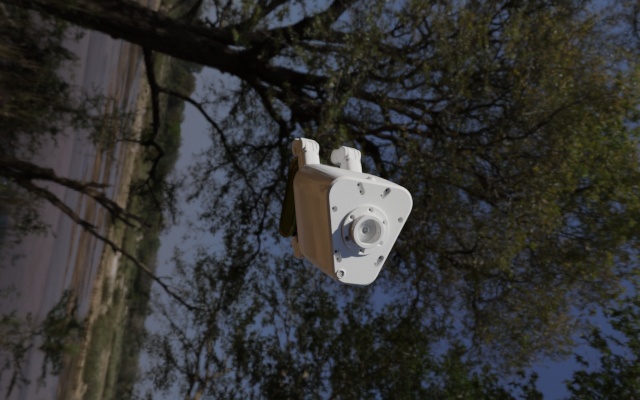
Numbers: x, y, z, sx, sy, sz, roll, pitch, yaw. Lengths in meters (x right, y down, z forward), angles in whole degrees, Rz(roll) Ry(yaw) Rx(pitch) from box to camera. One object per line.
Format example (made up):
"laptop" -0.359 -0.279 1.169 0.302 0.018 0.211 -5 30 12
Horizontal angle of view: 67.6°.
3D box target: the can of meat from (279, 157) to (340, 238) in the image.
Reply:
"can of meat" 0.000 0.002 0.612 0.084 0.102 0.057 10 2 -19
